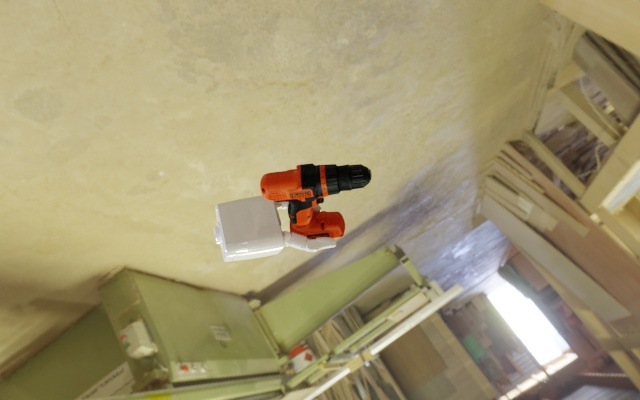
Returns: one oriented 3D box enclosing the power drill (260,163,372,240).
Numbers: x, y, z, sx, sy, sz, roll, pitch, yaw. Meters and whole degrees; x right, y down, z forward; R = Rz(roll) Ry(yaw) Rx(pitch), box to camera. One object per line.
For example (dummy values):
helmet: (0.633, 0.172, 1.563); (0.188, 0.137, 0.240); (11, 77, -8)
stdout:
power drill: (0.000, 0.003, 0.846); (0.184, 0.057, 0.188); (-5, -34, 5)
